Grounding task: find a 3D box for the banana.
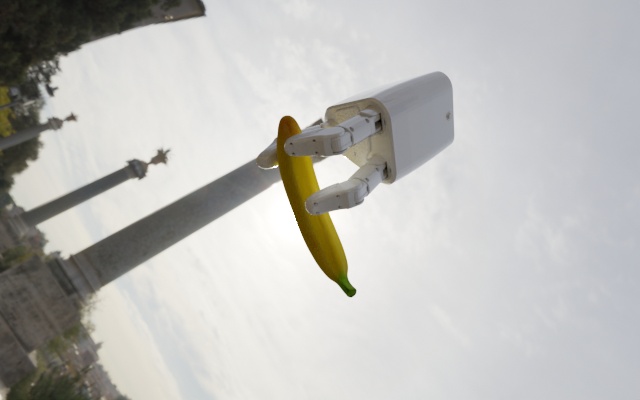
[{"bbox_3d":[-0.007,0.006,0.513,0.037,0.198,0.069,-26,8,-26],"label":"banana"}]
